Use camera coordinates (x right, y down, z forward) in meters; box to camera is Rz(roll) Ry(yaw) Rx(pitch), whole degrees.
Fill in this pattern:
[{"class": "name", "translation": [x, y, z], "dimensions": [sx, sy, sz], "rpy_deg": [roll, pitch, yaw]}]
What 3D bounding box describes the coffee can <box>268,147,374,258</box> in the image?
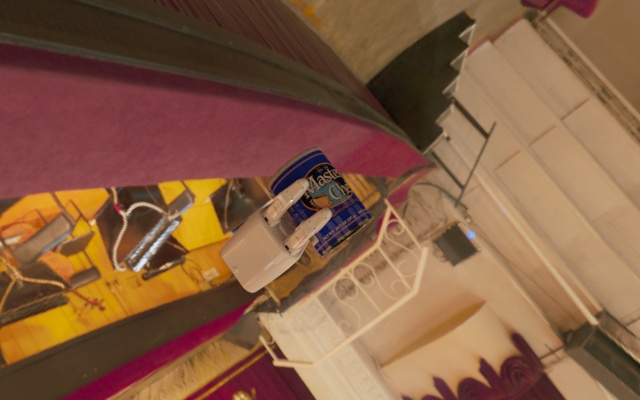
[{"class": "coffee can", "translation": [0.000, 0.002, 0.743], "dimensions": [0.103, 0.140, 0.103], "rpy_deg": [-36, -9, -7]}]
